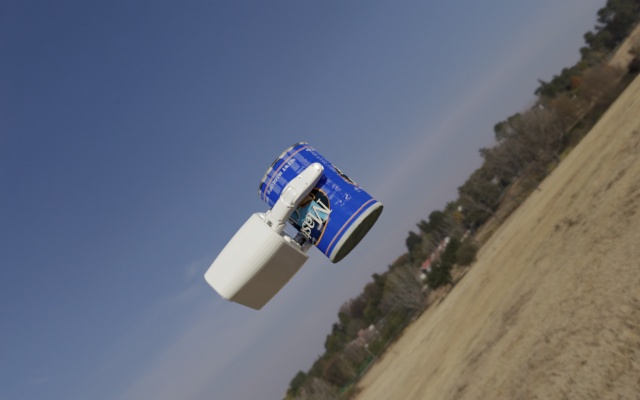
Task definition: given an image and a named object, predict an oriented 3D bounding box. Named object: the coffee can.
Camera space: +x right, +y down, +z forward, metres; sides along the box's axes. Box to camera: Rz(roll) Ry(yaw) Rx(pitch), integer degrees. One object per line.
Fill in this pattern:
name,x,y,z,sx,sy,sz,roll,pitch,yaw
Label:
coffee can,0.000,0.002,0.654,0.140,0.103,0.103,41,12,15
